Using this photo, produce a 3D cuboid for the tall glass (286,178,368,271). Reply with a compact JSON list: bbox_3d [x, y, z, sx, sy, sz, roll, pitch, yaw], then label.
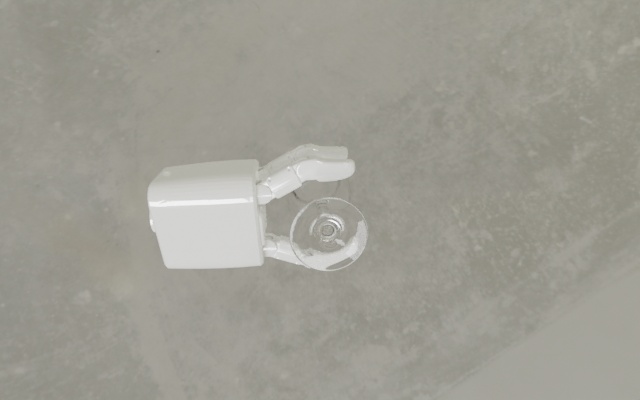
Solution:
[{"bbox_3d":[0.000,0.002,0.538,0.079,0.079,0.201,0,18,-4],"label":"tall glass"}]
